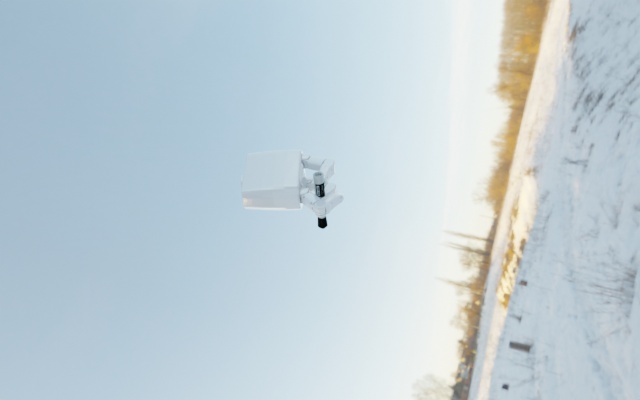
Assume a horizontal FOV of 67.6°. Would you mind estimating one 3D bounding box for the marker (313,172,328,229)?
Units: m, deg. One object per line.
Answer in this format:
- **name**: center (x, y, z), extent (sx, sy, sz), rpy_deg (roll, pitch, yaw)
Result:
- **marker**: center (0.000, 0.003, 0.858), extent (0.020, 0.121, 0.020), rpy_deg (-3, 38, 2)
